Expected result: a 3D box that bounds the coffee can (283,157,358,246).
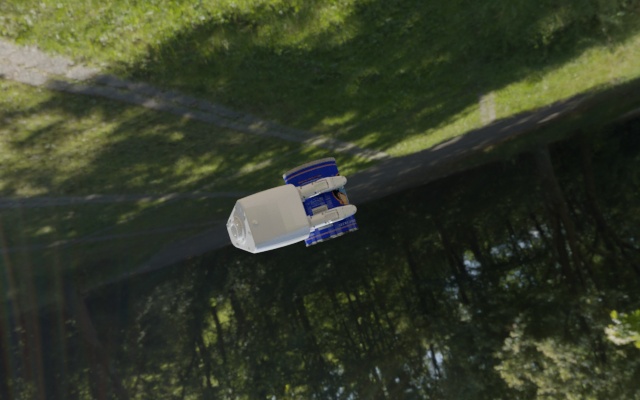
[{"bbox_3d":[0.000,0.003,0.890,0.103,0.140,0.103,-19,-4,-1],"label":"coffee can"}]
